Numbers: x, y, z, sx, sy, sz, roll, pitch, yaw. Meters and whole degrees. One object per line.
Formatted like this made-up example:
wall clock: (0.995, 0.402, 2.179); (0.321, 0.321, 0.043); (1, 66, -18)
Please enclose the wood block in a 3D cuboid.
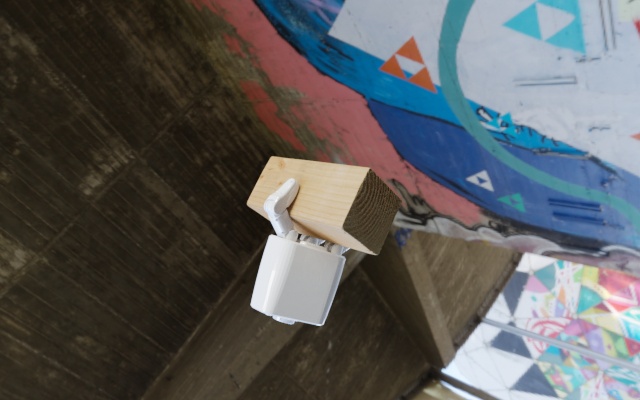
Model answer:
wood block: (0.000, 0.002, 0.697); (0.206, 0.090, 0.091); (11, -20, 45)
